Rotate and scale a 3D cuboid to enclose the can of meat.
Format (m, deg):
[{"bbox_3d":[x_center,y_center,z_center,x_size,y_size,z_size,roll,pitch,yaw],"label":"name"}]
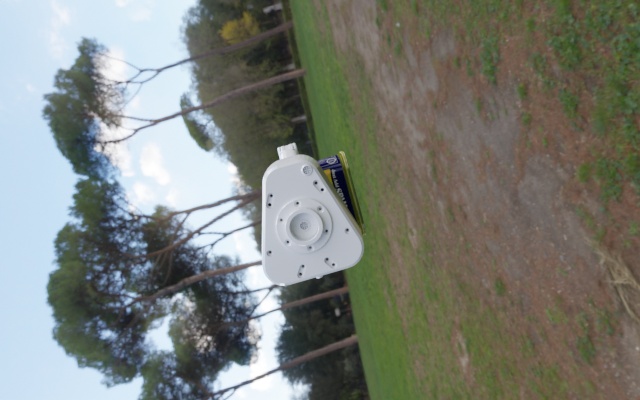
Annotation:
[{"bbox_3d":[0.000,0.002,0.569,0.084,0.102,0.057,-16,10,-1],"label":"can of meat"}]
